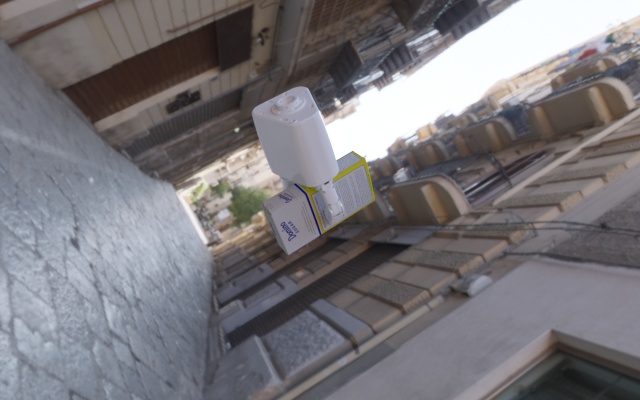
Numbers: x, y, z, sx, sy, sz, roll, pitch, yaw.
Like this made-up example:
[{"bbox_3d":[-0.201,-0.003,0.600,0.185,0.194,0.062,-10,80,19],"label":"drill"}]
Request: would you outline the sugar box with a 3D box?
[{"bbox_3d":[0.000,0.002,0.765,0.176,0.093,0.048,-29,39,-14],"label":"sugar box"}]
